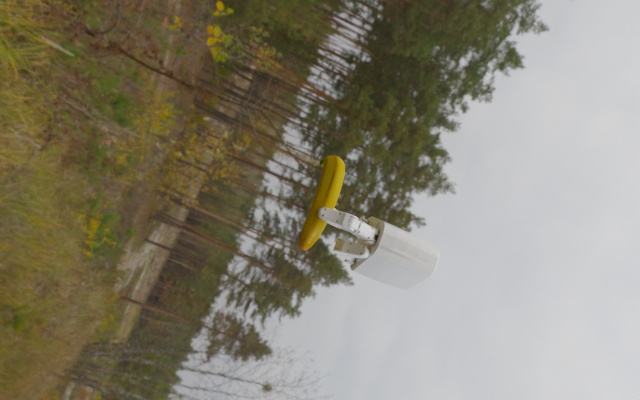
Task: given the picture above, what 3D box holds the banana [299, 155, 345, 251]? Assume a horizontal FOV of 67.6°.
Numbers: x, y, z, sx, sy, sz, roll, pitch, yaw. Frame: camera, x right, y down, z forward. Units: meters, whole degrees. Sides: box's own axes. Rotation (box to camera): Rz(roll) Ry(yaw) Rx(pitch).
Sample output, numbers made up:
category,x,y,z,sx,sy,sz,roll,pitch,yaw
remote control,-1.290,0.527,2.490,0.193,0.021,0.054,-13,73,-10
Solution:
category,x,y,z,sx,sy,sz,roll,pitch,yaw
banana,0.008,-0.010,0.772,0.037,0.197,0.070,24,-41,-10
